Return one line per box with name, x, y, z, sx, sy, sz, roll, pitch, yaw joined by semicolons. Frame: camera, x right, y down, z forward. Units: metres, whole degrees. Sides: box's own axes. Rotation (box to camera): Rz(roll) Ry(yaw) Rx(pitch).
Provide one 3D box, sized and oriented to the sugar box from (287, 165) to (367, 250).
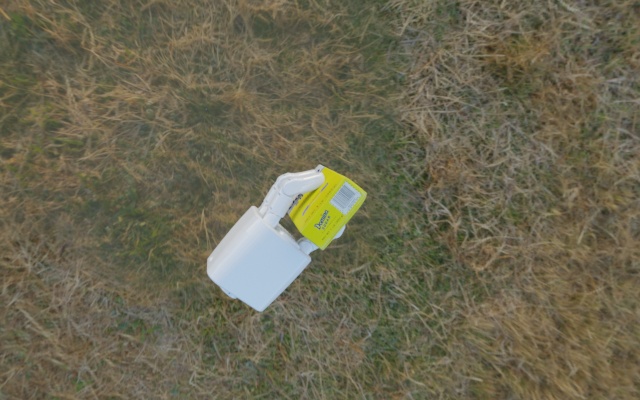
sugar box;0.000;0.002;0.680;0.048;0.093;0.176;40;-1;-17
